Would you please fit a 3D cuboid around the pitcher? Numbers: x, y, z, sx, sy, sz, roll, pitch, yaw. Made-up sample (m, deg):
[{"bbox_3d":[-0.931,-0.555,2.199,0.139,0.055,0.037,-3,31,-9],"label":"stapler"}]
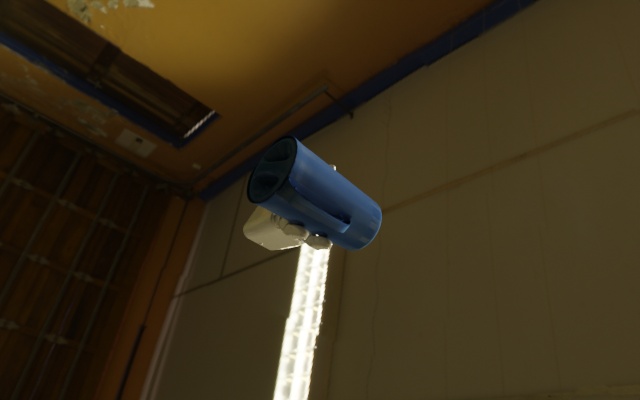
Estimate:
[{"bbox_3d":[0.000,0.003,0.862,0.243,0.149,0.145,32,-34,-32],"label":"pitcher"}]
